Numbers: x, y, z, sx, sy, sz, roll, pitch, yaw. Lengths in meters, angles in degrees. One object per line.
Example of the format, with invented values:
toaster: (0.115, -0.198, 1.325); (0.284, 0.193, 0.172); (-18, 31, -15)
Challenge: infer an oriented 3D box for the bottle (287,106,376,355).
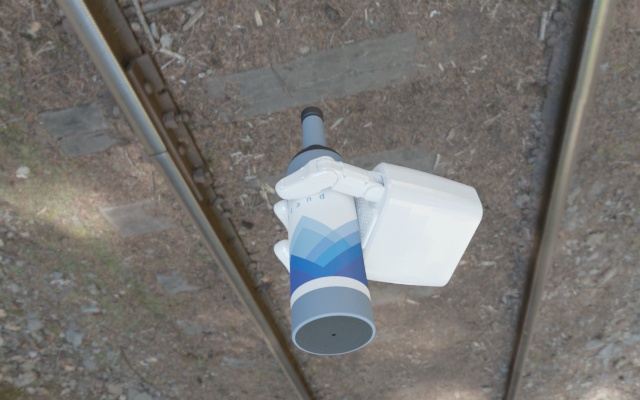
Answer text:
bottle: (0.000, 0.002, 0.478); (0.069, 0.295, 0.069); (-3, -44, -3)
